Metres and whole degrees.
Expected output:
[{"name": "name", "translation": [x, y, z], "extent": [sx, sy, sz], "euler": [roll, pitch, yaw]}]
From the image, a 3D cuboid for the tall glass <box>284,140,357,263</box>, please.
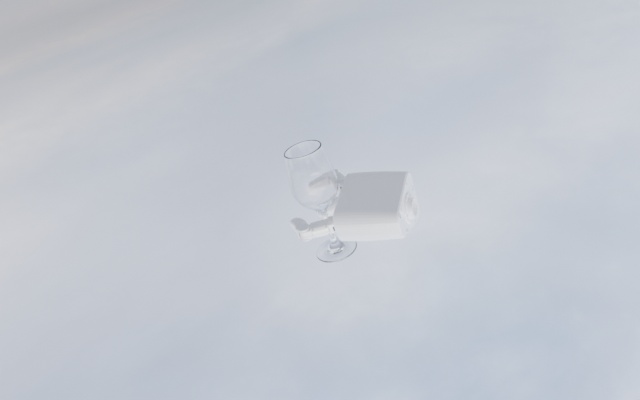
[{"name": "tall glass", "translation": [0.000, 0.003, 0.792], "extent": [0.079, 0.201, 0.079], "euler": [-15, 28, 8]}]
